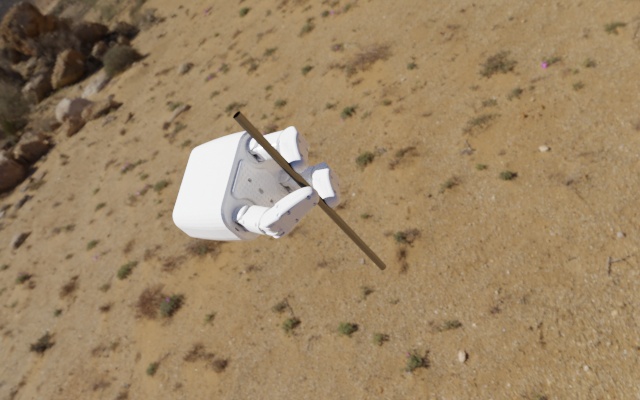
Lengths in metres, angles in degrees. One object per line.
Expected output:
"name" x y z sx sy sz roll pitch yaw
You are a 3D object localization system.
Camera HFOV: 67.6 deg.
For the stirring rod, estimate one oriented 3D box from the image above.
"stirring rod" 0.000 0.002 0.460 0.011 0.011 0.240 0 -37 46
